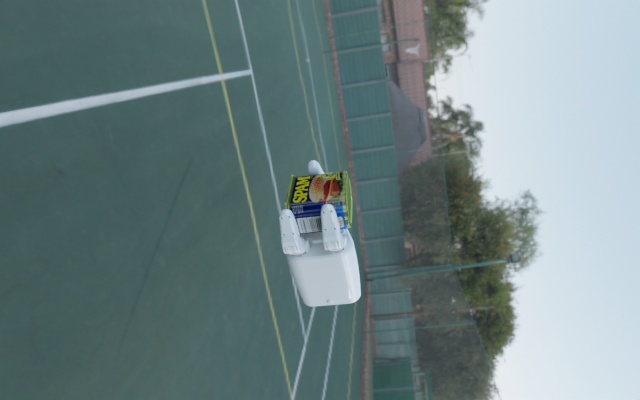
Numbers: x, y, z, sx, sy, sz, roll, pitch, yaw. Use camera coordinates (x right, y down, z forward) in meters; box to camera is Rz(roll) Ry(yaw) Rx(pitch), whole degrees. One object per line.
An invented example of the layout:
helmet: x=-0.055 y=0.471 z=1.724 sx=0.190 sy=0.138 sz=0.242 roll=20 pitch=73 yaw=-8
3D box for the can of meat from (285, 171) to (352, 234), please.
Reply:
can of meat: x=0.000 y=0.002 z=0.675 sx=0.084 sy=0.057 sz=0.102 roll=-7 pitch=32 yaw=9
